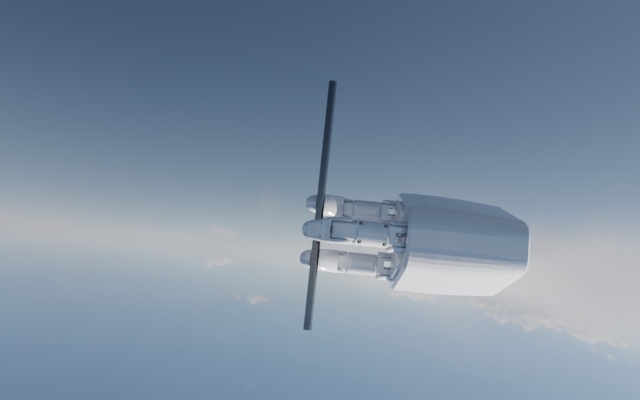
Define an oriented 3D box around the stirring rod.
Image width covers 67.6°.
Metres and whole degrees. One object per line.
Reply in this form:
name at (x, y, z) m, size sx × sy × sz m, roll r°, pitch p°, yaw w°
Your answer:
stirring rod at (0.000, 0.001, 0.458) m, size 0.011 × 0.239 × 0.011 m, roll 6°, pitch -7°, yaw 1°
